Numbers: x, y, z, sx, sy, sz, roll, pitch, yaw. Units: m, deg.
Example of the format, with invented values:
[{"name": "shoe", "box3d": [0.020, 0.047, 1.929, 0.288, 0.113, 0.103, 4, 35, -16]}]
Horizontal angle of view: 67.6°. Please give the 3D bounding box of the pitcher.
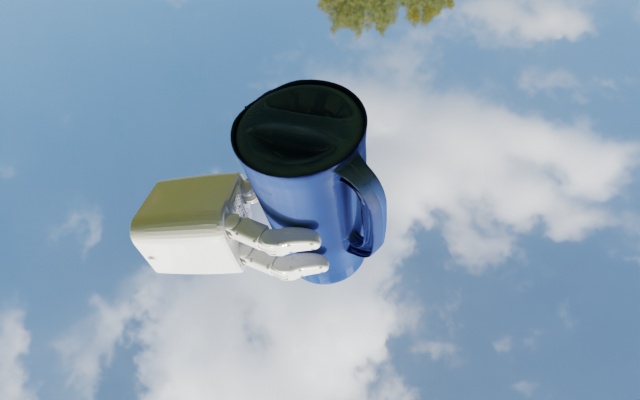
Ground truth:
[{"name": "pitcher", "box3d": [0.000, 0.002, 0.540, 0.145, 0.149, 0.243, -4, -38, 7]}]
